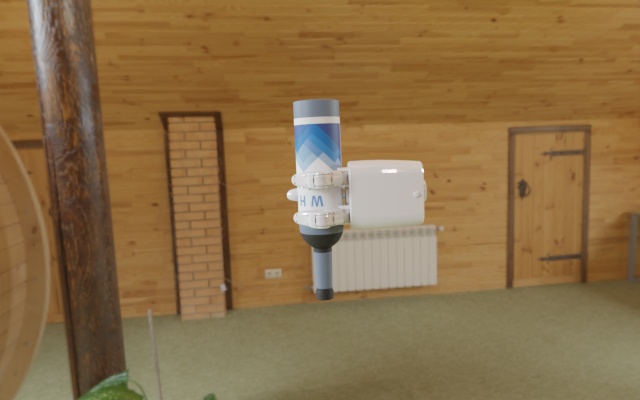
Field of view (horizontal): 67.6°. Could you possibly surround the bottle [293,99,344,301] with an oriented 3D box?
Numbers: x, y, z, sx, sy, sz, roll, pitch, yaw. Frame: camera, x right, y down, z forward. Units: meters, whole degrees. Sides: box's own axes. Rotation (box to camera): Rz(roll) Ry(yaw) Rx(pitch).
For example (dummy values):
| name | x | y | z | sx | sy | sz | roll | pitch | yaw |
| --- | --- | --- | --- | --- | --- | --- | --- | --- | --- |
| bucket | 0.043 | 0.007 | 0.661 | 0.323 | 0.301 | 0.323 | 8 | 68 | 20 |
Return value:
| name | x | y | z | sx | sy | sz | roll | pitch | yaw |
| --- | --- | --- | --- | --- | --- | --- | --- | --- | --- |
| bottle | 0.000 | 0.002 | 0.709 | 0.069 | 0.296 | 0.069 | -3 | 7 | 0 |
